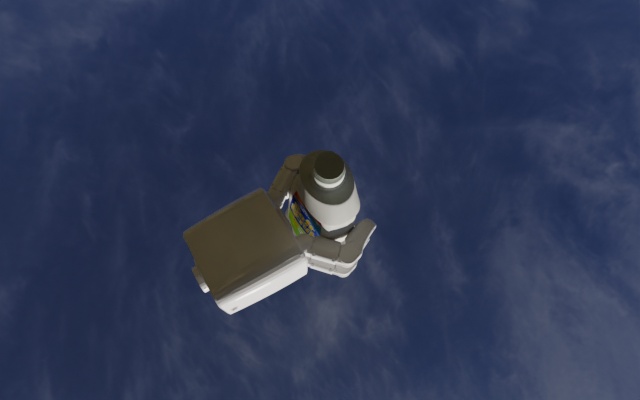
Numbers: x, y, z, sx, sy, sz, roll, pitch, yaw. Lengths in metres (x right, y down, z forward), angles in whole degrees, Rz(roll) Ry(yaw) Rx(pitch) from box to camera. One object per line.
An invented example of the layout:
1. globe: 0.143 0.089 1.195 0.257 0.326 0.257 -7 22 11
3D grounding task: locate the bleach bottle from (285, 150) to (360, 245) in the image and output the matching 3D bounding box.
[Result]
1. bleach bottle: 0.000 0.002 0.557 0.068 0.102 0.251 -28 -16 -11
